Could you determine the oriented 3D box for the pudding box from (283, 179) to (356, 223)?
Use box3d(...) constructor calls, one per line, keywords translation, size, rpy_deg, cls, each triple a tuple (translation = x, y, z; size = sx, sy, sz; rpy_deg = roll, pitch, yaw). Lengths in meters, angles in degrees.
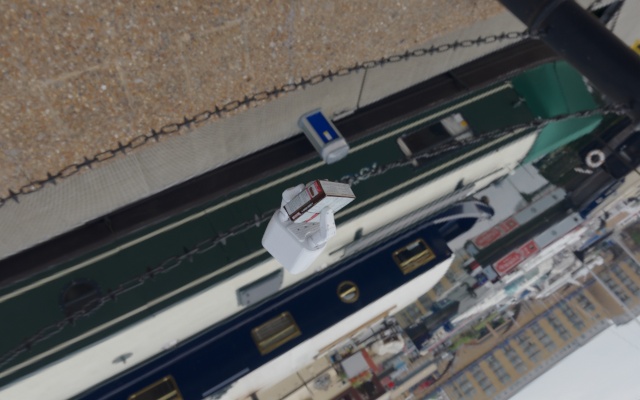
box3d(translation=(0.000, 0.003, 0.878), size=(0.090, 0.039, 0.113), rpy_deg=(-38, -19, 24), cls="pudding box")
